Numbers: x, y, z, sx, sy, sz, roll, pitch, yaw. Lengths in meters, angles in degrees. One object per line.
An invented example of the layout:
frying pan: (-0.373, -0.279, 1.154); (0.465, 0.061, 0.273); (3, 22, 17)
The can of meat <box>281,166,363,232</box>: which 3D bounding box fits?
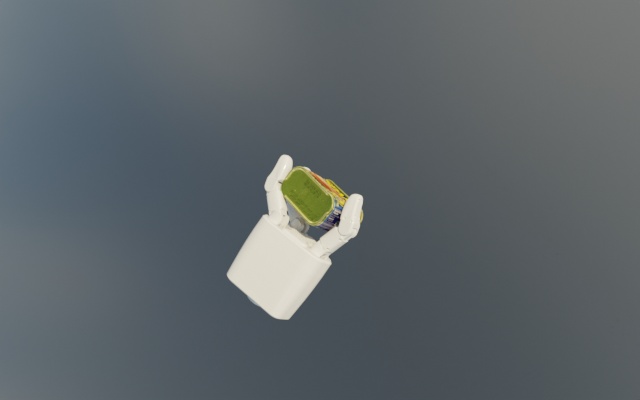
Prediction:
can of meat: (0.000, 0.002, 0.693); (0.102, 0.057, 0.084); (45, 11, 33)
